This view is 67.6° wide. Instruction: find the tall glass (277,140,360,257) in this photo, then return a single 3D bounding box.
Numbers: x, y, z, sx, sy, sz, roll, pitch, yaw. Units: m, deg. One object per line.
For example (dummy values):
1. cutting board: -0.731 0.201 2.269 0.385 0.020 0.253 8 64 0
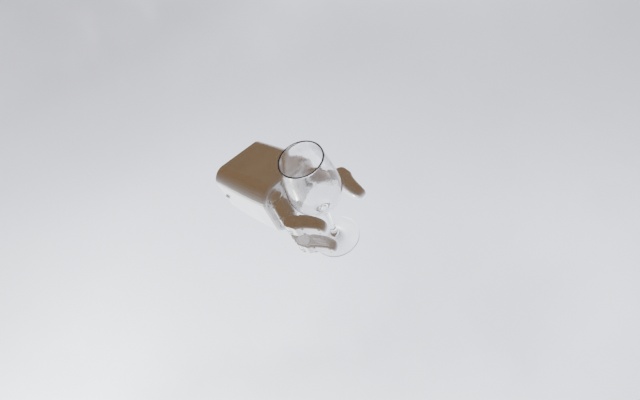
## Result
1. tall glass: 0.000 0.003 0.682 0.079 0.079 0.201 0 -33 18
